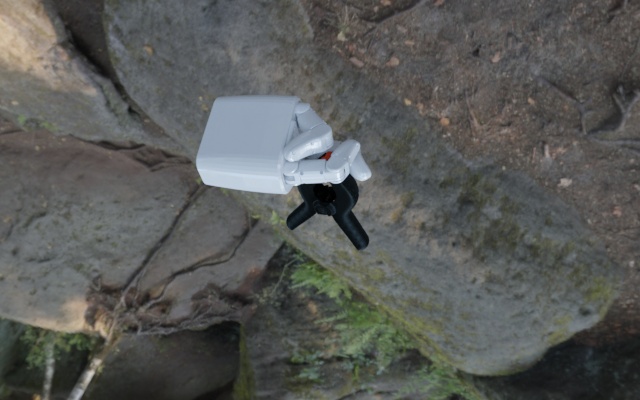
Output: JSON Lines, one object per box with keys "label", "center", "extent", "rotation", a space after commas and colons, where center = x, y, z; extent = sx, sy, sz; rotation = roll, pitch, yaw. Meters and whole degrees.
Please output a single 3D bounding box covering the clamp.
{"label": "clamp", "center": [0.000, 0.002, 0.623], "extent": [0.120, 0.039, 0.172], "rotation": [5, -41, 15]}
